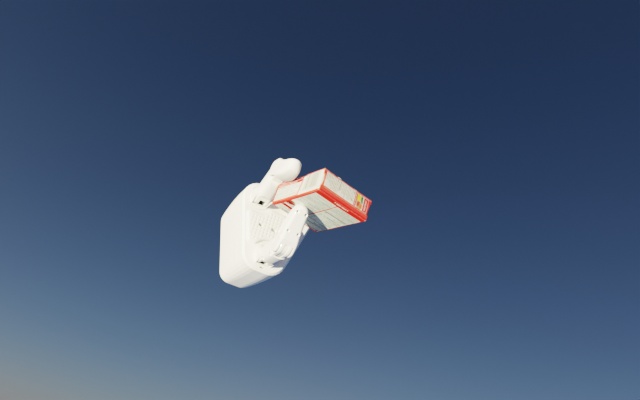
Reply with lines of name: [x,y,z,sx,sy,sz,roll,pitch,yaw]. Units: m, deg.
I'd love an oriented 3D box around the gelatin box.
gelatin box: [0.000,0.002,0.540,0.073,0.030,0.089,34,-30,-30]
